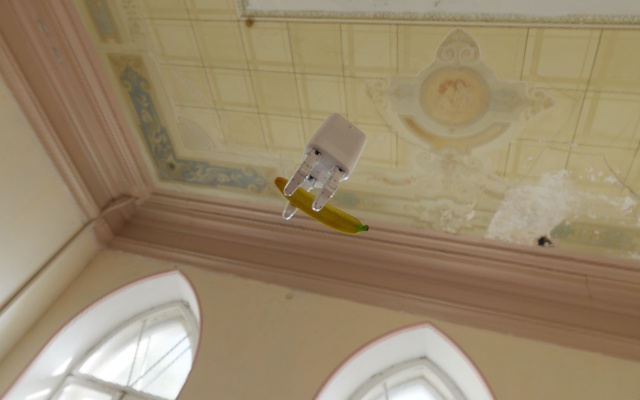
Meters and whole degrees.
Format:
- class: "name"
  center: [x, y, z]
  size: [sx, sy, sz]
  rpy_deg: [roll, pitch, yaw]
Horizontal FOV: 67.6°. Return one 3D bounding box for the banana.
- class: "banana"
  center: [0.003, 0.014, 0.884]
  size: [0.198, 0.037, 0.070]
  rpy_deg: [27, -29, 14]
